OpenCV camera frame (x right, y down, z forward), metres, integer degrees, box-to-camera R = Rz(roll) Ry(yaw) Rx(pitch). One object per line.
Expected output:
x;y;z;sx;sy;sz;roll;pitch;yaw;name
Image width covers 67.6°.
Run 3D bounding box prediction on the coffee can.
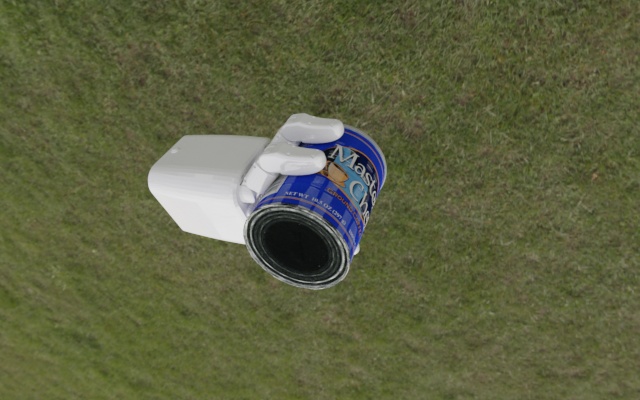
0.000;0.002;0.475;0.103;0.103;0.140;0;37;24;coffee can
